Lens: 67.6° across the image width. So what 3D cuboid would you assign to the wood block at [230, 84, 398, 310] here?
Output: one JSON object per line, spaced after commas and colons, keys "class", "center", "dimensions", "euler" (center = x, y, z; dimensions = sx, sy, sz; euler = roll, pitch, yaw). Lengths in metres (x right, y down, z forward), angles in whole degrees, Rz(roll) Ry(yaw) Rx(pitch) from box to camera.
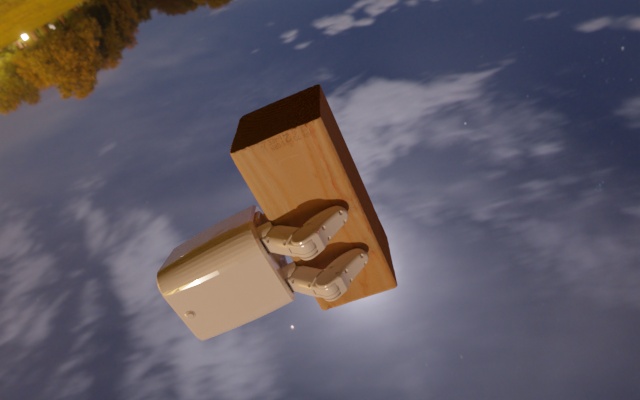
{"class": "wood block", "center": [0.000, 0.002, 0.493], "dimensions": [0.090, 0.206, 0.090], "euler": [-20, 31, 11]}
